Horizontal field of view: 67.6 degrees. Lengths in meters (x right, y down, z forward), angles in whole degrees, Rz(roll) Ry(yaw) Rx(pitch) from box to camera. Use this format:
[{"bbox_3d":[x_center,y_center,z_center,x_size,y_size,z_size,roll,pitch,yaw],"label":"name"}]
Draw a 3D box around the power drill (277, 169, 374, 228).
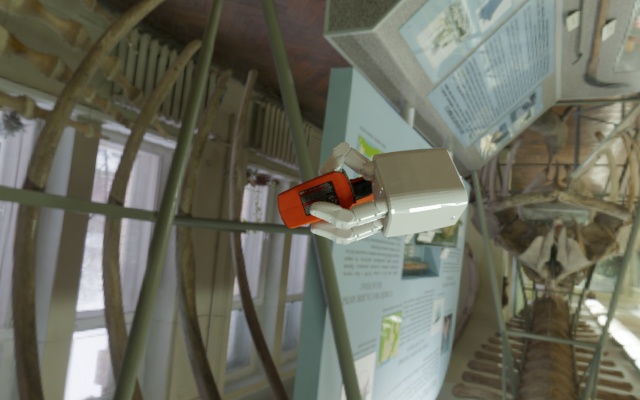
[{"bbox_3d":[0.000,0.002,0.736,0.184,0.057,0.187,-22,-3,14],"label":"power drill"}]
